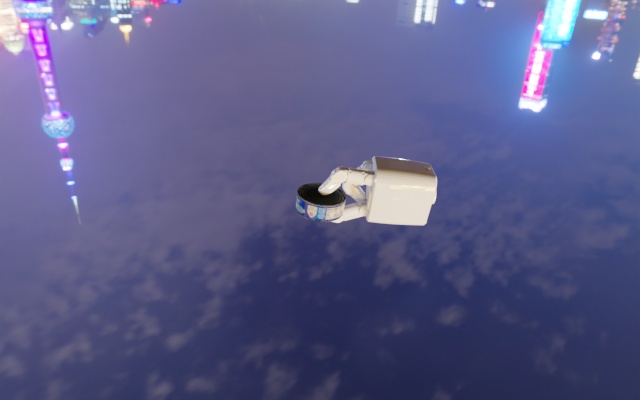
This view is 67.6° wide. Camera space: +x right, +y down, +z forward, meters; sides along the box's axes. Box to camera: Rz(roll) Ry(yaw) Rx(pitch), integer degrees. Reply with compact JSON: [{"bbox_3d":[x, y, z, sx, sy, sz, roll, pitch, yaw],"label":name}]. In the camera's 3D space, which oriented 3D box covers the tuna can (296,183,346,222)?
[{"bbox_3d":[0.000,0.003,0.832,0.086,0.034,0.086,7,27,-4],"label":"tuna can"}]
